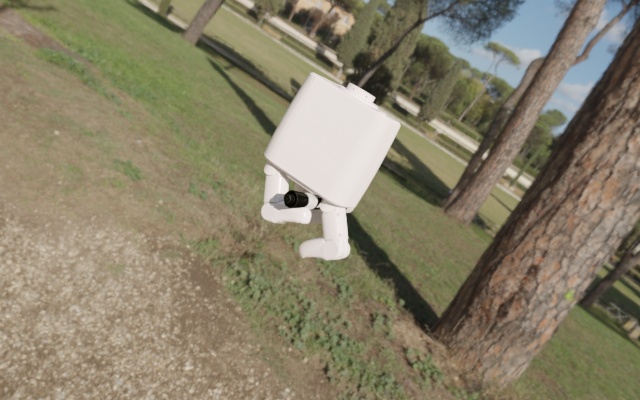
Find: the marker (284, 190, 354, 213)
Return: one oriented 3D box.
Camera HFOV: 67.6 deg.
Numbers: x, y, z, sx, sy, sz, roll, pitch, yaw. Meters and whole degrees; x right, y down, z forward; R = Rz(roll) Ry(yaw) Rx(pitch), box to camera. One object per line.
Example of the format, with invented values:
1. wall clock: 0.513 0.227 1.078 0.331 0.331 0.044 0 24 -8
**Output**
1. marker: 0.000 0.002 0.532 0.020 0.020 0.121 0 -4 34
